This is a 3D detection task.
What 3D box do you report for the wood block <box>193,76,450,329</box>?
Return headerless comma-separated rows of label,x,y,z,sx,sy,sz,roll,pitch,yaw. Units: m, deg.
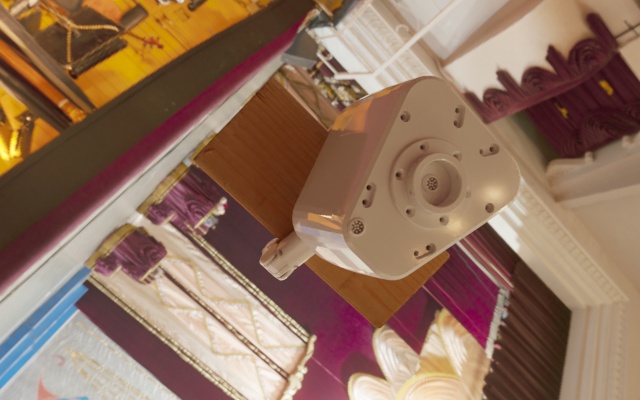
wood block,0.000,0.002,0.420,0.206,0.091,0.090,44,0,-12
